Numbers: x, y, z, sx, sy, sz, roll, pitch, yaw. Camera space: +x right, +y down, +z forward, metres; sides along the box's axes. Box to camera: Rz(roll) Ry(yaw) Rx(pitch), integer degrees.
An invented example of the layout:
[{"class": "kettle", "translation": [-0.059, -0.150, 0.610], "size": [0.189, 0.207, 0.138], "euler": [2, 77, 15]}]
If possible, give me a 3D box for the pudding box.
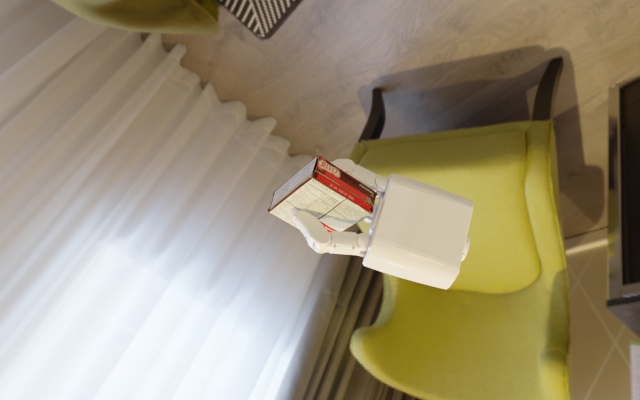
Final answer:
[{"class": "pudding box", "translation": [0.000, 0.002, 0.589], "size": [0.090, 0.039, 0.113], "euler": [32, -39, -19]}]
